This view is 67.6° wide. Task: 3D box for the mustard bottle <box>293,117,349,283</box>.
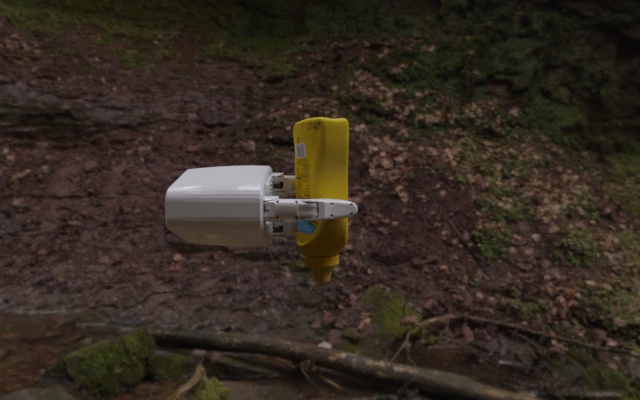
[{"bbox_3d":[0.000,0.002,0.569,0.058,0.191,0.096,-1,2,-23],"label":"mustard bottle"}]
